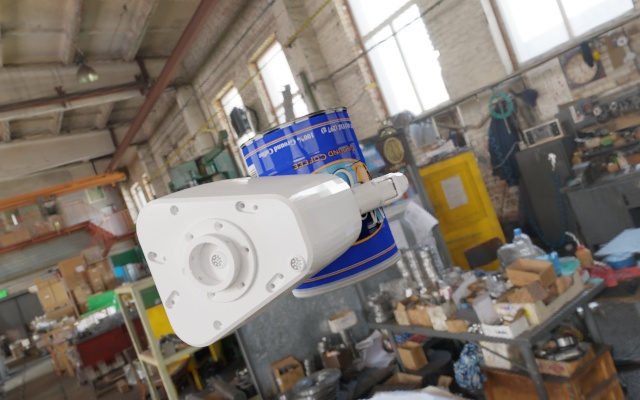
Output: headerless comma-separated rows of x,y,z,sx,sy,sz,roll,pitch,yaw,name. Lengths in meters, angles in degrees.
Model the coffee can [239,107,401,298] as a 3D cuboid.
0.000,0.001,0.428,0.103,0.140,0.103,-20,1,0,coffee can
